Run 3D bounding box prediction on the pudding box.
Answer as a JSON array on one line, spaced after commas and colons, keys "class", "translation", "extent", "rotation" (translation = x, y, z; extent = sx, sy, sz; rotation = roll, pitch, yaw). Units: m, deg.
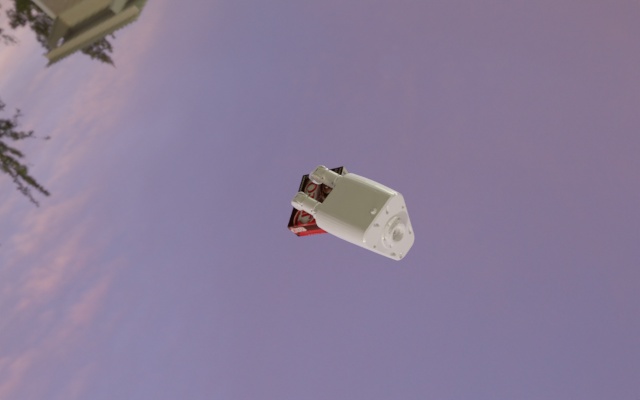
[{"class": "pudding box", "translation": [0.000, 0.003, 0.809], "extent": [0.090, 0.113, 0.039], "rotation": [-10, -41, 35]}]
